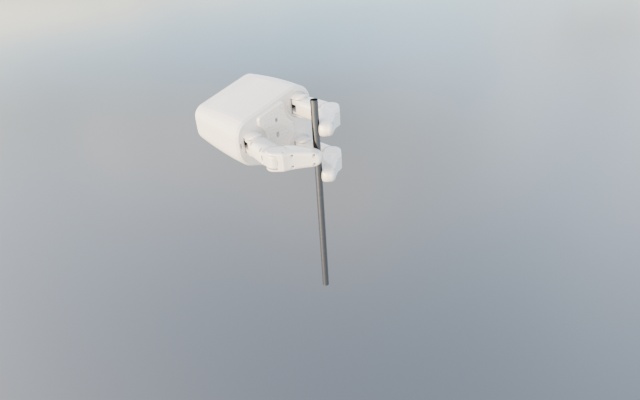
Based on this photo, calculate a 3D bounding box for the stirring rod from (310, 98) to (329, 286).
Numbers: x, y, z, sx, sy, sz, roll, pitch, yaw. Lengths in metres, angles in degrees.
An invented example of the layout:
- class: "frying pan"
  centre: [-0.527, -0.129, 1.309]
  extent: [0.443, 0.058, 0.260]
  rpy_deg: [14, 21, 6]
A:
- class: "stirring rod"
  centre: [0.000, 0.002, 0.542]
  extent: [0.011, 0.240, 0.011]
  rpy_deg: [-3, 31, 2]
